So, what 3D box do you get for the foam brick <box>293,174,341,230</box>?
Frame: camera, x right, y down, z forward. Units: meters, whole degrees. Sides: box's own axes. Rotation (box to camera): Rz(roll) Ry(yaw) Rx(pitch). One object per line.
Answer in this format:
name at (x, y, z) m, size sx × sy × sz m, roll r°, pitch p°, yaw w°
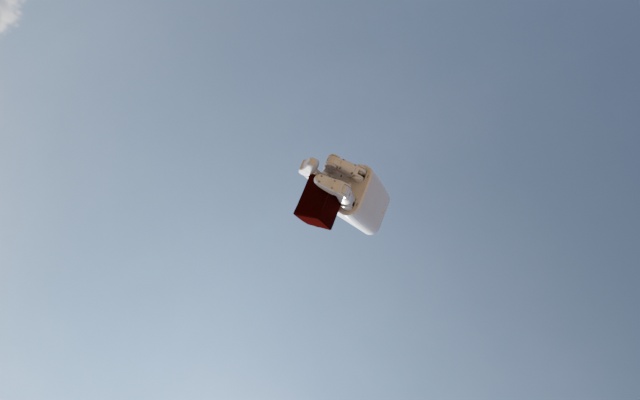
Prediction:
foam brick at (0.000, 0.003, 0.804) m, size 0.053 × 0.078 × 0.051 m, roll 13°, pitch -19°, yaw 32°
